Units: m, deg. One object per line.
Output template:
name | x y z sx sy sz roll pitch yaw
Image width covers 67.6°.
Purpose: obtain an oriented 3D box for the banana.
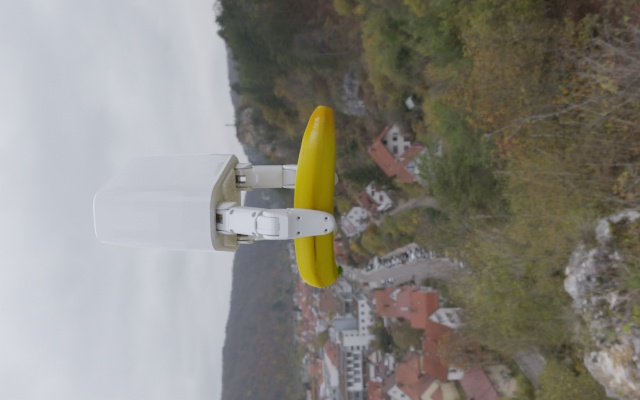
banana | -0.003 0.015 0.442 0.037 0.198 0.069 4 35 10
